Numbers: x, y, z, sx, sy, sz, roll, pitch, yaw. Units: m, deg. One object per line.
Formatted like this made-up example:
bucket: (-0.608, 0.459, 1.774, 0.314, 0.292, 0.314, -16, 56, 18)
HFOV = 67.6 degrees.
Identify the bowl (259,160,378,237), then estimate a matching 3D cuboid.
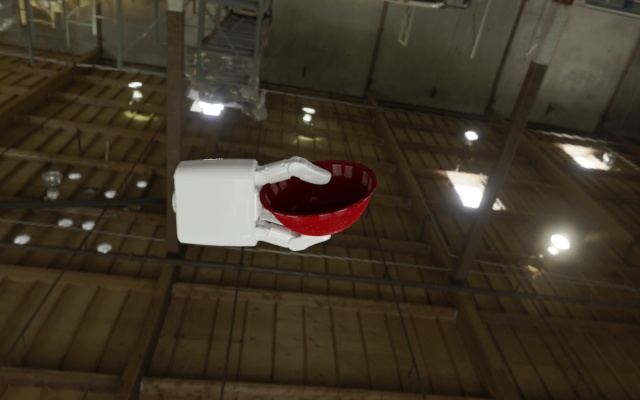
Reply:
bowl: (0.001, 0.003, 0.657, 0.162, 0.055, 0.162, -8, 28, 4)
